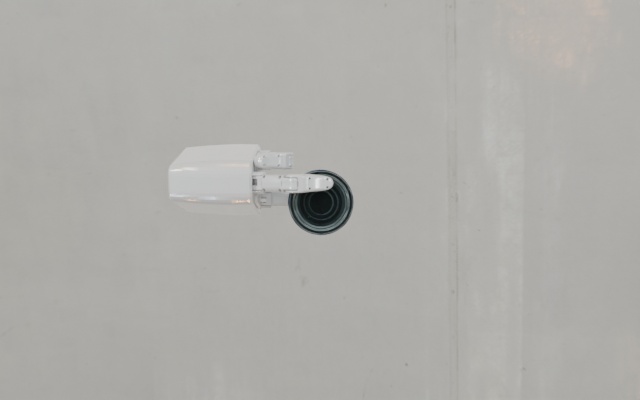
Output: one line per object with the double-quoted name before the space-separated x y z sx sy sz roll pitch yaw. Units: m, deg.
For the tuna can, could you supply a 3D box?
"tuna can" 0.000 0.002 0.626 0.086 0.086 0.034 0 3 -3
